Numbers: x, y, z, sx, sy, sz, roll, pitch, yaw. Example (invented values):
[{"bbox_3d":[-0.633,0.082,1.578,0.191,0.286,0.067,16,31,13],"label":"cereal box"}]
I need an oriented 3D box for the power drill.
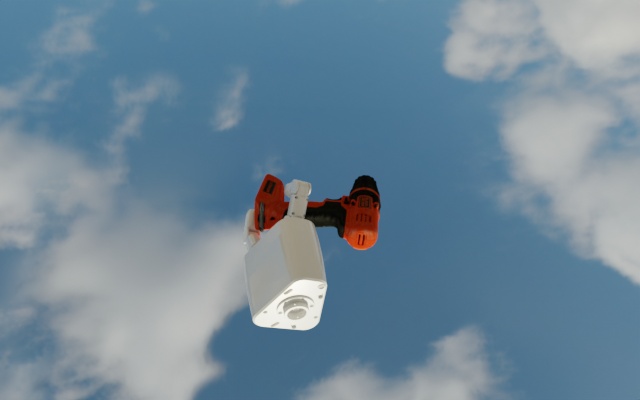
[{"bbox_3d":[0.000,0.003,0.741,0.187,0.057,0.184,5,27,4],"label":"power drill"}]
